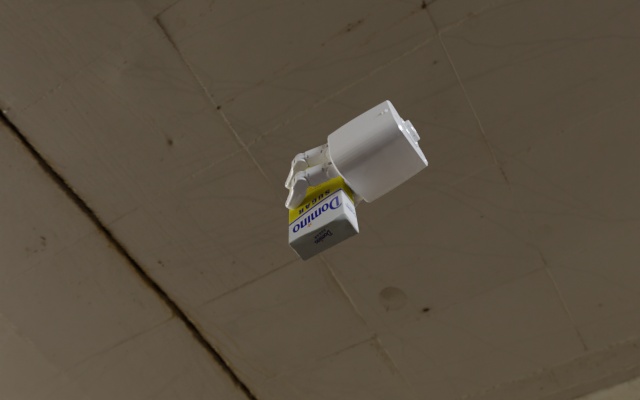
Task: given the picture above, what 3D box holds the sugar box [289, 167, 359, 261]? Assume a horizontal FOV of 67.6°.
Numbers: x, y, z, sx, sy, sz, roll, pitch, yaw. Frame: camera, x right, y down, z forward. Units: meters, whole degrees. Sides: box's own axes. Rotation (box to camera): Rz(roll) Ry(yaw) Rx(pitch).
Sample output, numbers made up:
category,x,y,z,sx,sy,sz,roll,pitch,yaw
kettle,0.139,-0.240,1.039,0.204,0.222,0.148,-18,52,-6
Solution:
category,x,y,z,sx,sy,sz,roll,pitch,yaw
sugar box,0.000,0.002,0.716,0.093,0.048,0.176,-29,29,15
